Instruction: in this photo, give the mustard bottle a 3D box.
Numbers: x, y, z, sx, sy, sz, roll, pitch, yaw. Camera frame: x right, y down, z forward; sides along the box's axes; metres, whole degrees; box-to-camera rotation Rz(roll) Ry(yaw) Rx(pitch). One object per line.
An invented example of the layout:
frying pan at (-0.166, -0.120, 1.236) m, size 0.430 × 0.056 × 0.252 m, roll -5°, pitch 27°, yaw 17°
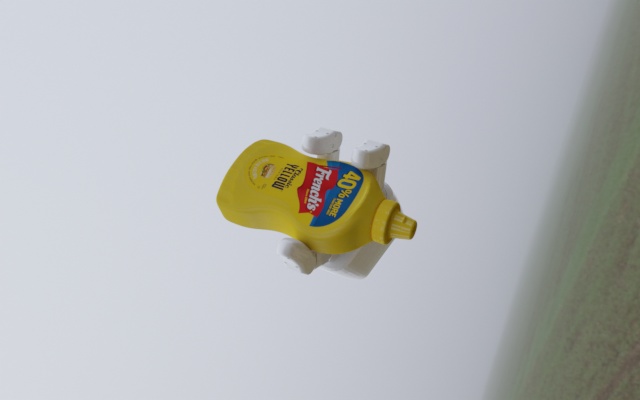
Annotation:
mustard bottle at (0.000, 0.001, 0.464) m, size 0.191 × 0.096 × 0.058 m, roll 17°, pitch -34°, yaw 24°
